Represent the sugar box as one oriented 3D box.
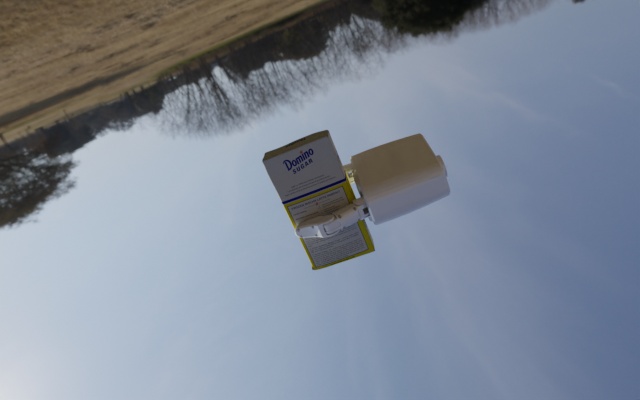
[{"bbox_3d":[0.000,0.002,0.642,0.093,0.176,0.048,-20,19,8],"label":"sugar box"}]
